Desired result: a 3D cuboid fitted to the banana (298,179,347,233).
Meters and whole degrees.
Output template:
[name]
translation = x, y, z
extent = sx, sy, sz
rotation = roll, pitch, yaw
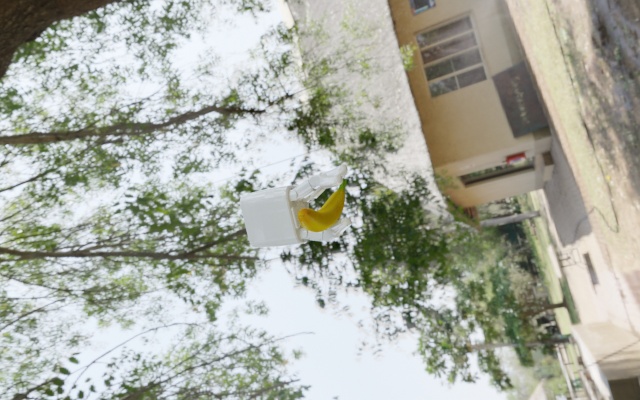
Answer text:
[banana]
translation = 0.004, 0.019, 0.844
extent = 0.037, 0.070, 0.197
rotation = -2, 17, 22
